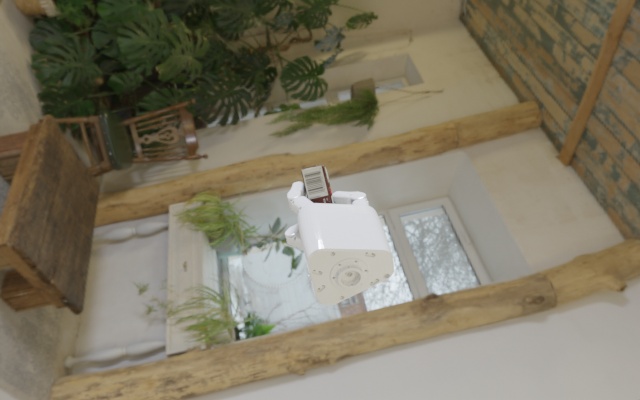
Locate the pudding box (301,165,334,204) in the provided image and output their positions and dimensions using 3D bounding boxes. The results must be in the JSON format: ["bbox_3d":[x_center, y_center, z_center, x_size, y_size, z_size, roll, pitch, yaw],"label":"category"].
[{"bbox_3d":[0.000,0.002,0.745,0.039,0.113,0.090,-11,2,0],"label":"pudding box"}]
